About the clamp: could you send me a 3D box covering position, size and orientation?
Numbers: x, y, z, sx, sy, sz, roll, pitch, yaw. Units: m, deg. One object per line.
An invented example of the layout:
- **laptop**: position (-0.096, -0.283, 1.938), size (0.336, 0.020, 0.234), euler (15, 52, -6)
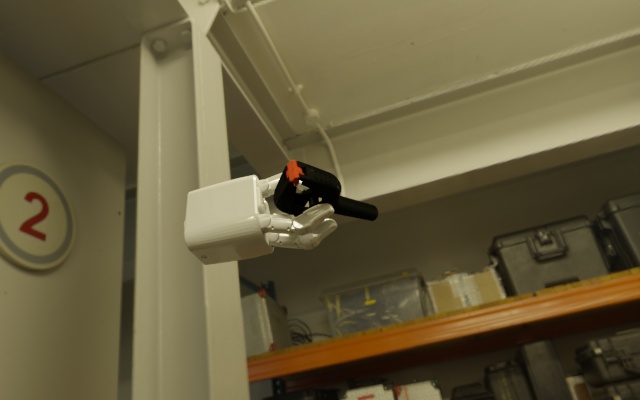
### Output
- **clamp**: position (0.000, 0.001, 0.684), size (0.164, 0.036, 0.210), euler (-14, -27, 1)
